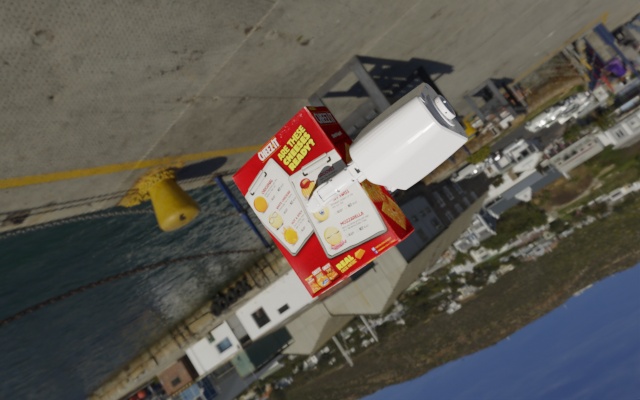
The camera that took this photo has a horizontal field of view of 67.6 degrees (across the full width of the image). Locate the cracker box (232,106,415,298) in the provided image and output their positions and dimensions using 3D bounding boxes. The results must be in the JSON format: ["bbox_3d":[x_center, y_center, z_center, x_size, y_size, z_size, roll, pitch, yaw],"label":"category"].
[{"bbox_3d":[0.000,0.002,0.668,0.164,0.213,0.072,-39,-9,29],"label":"cracker box"}]
